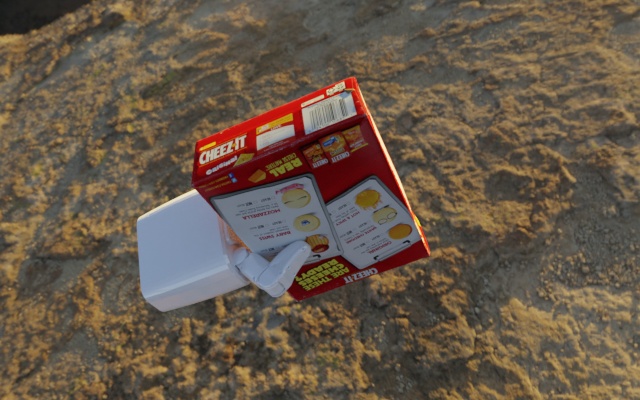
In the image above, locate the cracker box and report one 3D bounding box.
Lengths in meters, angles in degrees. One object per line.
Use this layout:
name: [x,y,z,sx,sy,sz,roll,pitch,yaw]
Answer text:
cracker box: [0.000,0.002,0.483,0.164,0.072,0.214,-21,-45,12]
